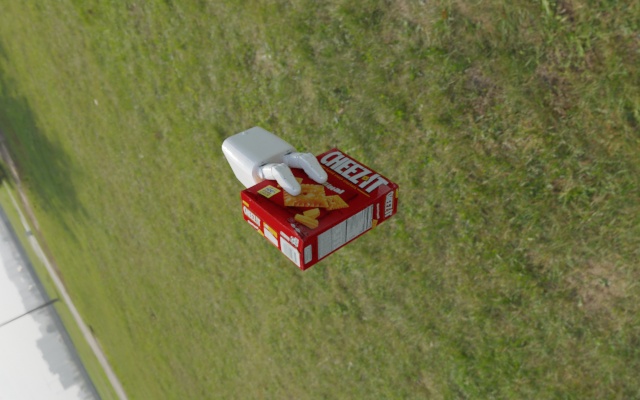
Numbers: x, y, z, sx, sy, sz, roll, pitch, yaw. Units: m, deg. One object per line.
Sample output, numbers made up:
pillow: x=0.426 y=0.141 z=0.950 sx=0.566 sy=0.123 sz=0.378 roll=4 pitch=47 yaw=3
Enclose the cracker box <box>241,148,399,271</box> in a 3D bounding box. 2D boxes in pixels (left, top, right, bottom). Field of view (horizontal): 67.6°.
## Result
cracker box: x=0.000 y=0.003 z=0.804 sx=0.213 sy=0.072 sz=0.164 roll=-28 pitch=47 yaw=-31
